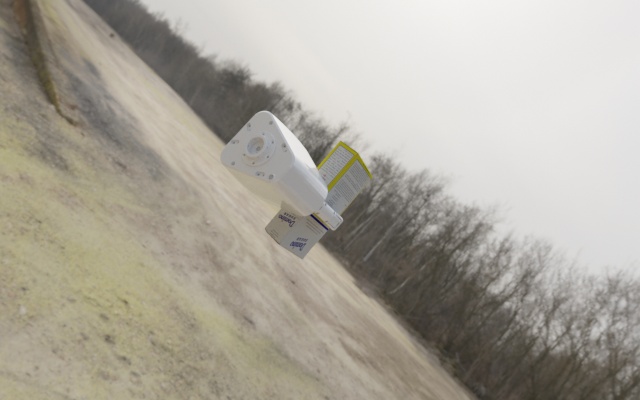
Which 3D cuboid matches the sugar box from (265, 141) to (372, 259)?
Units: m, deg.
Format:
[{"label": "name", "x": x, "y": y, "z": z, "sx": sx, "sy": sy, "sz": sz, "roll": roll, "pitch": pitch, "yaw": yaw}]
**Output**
[{"label": "sugar box", "x": 0.000, "y": 0.002, "z": 0.734, "sx": 0.048, "sy": 0.176, "sz": 0.093, "roll": 42, "pitch": -2, "yaw": 30}]
